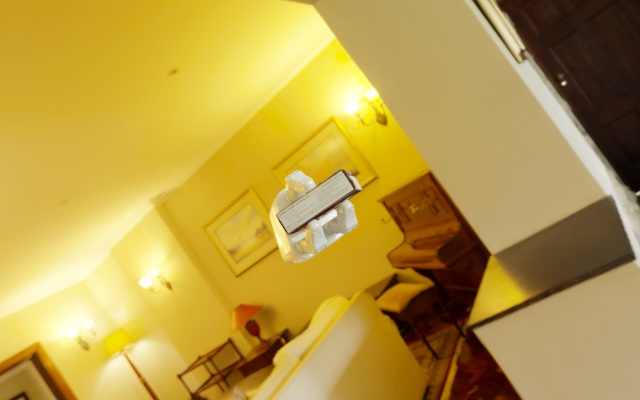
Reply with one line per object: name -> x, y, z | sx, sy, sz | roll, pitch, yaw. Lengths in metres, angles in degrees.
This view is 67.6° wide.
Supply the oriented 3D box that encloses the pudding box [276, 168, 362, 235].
pudding box -> 0.000, 0.002, 0.665 | 0.113, 0.039, 0.090 | -36, -4, 8
